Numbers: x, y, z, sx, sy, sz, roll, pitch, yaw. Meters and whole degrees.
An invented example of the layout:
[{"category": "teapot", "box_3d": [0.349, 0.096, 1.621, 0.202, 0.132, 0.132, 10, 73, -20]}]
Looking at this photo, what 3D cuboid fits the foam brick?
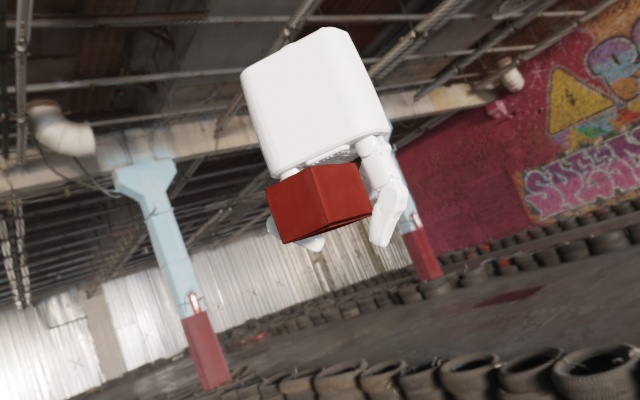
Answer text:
[{"category": "foam brick", "box_3d": [0.000, 0.001, 0.414, 0.053, 0.051, 0.078, -23, -7, 33]}]
